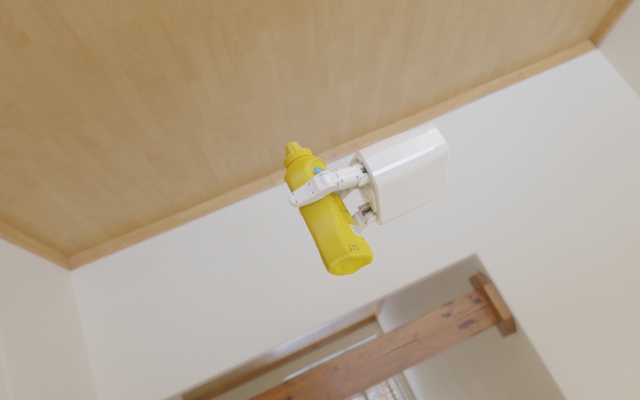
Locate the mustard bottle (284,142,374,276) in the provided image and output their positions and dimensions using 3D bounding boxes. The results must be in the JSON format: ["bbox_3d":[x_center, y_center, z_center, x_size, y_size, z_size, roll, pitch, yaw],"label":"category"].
[{"bbox_3d":[0.000,0.002,0.626,0.058,0.191,0.096,-33,-22,15],"label":"mustard bottle"}]
